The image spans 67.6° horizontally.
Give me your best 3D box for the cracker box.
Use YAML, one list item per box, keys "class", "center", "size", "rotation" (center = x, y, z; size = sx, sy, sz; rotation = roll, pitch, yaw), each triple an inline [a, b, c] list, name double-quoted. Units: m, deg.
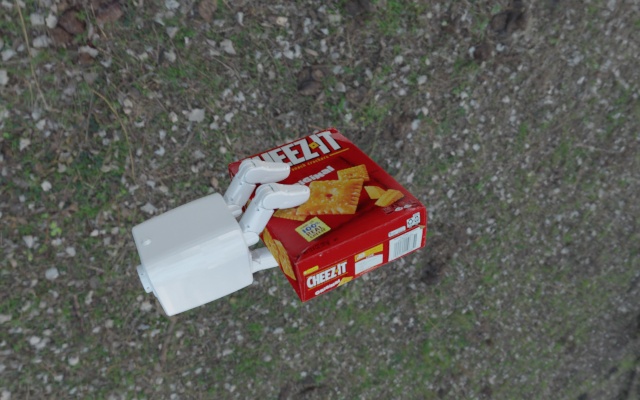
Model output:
- class: "cracker box"
  center: [0.000, 0.002, 0.585]
  size: [0.164, 0.072, 0.213]
  rotation: [-22, 42, -18]
